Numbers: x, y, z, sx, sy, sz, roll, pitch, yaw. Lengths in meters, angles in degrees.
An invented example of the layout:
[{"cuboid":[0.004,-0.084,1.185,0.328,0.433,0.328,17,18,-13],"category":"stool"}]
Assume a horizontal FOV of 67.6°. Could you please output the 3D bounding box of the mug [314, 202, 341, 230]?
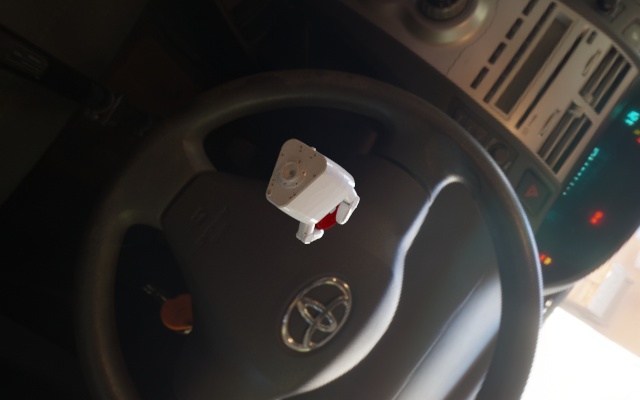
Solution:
[{"cuboid":[0.001,0.003,0.884,0.081,0.093,0.117,36,4,30],"category":"mug"}]
